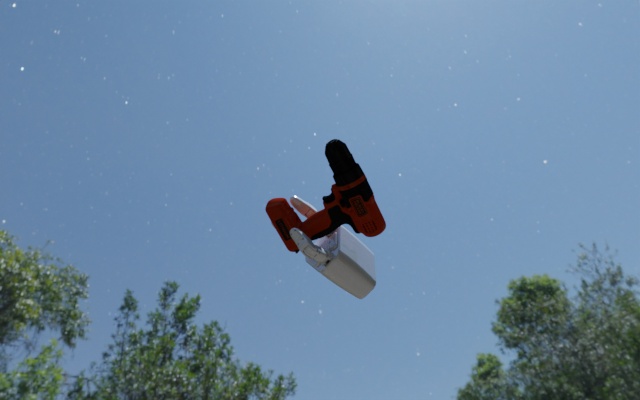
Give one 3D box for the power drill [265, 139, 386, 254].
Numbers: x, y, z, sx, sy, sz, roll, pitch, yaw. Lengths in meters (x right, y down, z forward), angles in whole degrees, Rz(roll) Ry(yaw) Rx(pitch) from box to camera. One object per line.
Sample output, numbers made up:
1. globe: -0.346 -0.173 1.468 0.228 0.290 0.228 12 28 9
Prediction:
1. power drill: 0.000 0.003 0.839 0.188 0.184 0.057 -21 15 23
